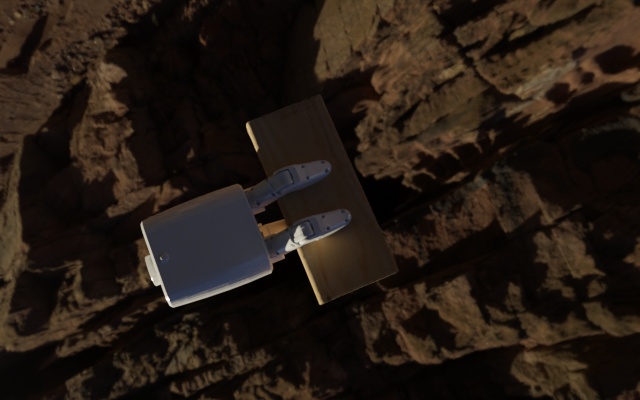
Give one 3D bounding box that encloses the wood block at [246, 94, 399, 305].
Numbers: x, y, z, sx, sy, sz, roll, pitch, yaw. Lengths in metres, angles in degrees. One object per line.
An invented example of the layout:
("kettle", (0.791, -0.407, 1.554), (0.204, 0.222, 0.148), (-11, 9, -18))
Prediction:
("wood block", (0.000, 0.002, 0.537), (0.090, 0.206, 0.091), (-22, -9, -4))
